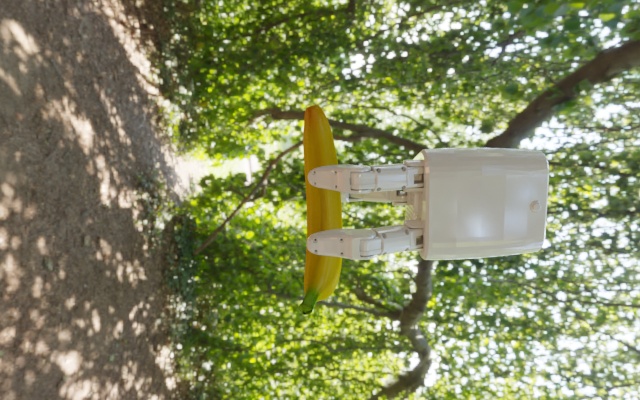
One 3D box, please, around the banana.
[{"bbox_3d":[0.002,0.009,0.464,0.037,0.197,0.070,-2,-14,5],"label":"banana"}]
